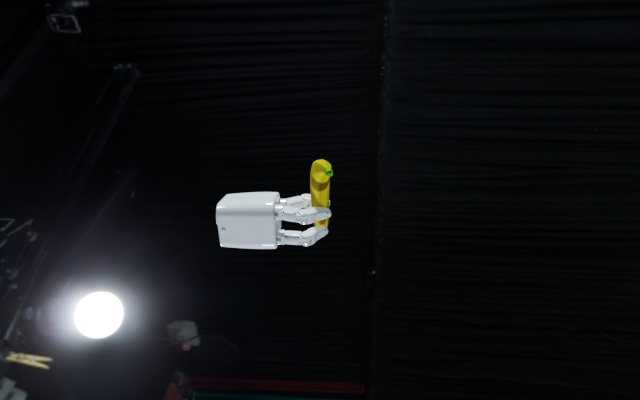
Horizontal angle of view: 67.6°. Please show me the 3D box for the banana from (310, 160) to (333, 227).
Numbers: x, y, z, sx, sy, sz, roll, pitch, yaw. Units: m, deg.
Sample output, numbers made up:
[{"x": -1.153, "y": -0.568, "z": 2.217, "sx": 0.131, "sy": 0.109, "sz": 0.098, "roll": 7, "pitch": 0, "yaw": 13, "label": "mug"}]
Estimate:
[{"x": 0.000, "y": -0.014, "z": 0.885, "sx": 0.037, "sy": 0.069, "sz": 0.198, "roll": -1, "pitch": -36, "yaw": -2, "label": "banana"}]
